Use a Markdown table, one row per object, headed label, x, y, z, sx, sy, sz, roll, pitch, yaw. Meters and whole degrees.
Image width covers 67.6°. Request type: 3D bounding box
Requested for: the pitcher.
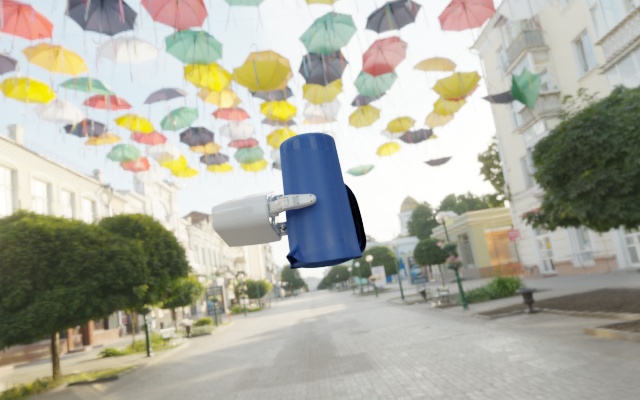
| label | x | y | z | sx | sy | sz | roll | pitch | yaw |
| --- | --- | --- | --- | --- | --- | --- | --- | --- | --- |
| pitcher | 0.000 | 0.003 | 0.894 | 0.145 | 0.242 | 0.149 | -10 | -10 | 5 |
